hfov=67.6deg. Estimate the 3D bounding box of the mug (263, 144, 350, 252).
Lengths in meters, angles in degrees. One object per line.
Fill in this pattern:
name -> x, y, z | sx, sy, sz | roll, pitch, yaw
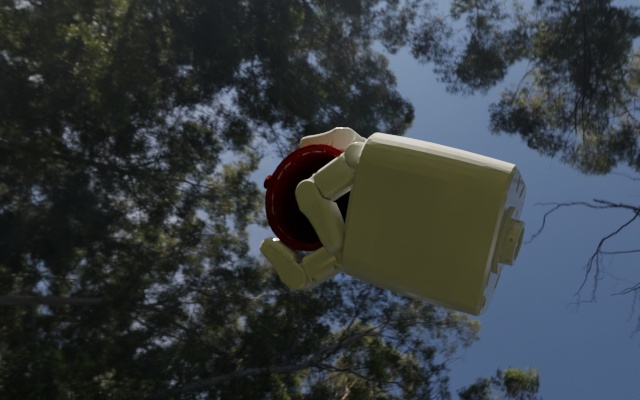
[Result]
mug -> -0.001, 0.001, 0.445 | 0.117, 0.093, 0.081 | 17, -3, 30
